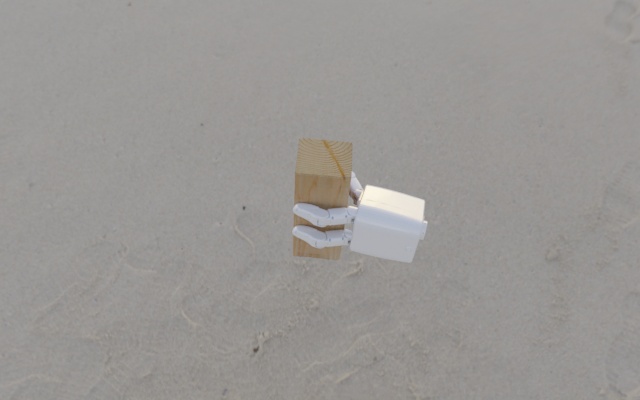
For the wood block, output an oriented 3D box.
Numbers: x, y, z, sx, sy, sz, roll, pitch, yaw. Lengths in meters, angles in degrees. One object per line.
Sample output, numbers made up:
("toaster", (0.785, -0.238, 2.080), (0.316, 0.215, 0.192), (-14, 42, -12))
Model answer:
("wood block", (0.001, 0.002, 0.830), (0.090, 0.090, 0.206), (5, -45, 0))
